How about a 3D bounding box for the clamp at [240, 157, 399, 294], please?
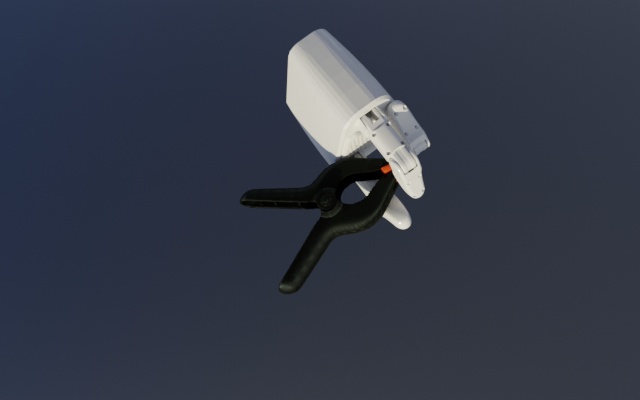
[{"bbox_3d":[0.000,0.001,0.490,0.171,0.120,0.039,-36,-17,-2],"label":"clamp"}]
